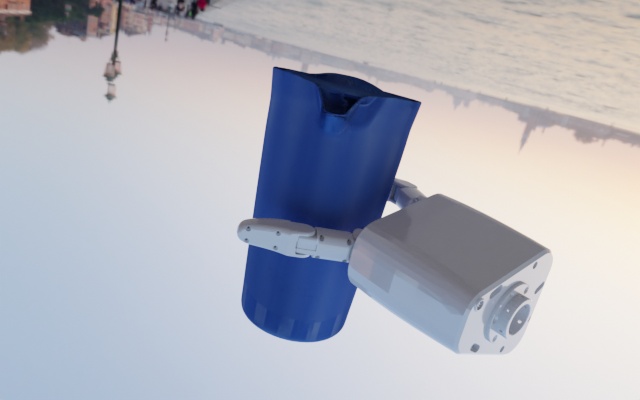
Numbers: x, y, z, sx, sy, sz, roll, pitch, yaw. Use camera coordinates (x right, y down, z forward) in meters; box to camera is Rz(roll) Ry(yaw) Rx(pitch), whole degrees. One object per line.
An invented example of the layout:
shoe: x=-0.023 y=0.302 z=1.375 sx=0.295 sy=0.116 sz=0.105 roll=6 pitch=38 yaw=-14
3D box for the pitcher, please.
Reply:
pitcher: x=0.000 y=0.002 z=0.462 sx=0.149 sy=0.243 sz=0.145 roll=-1 pitch=22 yaw=-41
